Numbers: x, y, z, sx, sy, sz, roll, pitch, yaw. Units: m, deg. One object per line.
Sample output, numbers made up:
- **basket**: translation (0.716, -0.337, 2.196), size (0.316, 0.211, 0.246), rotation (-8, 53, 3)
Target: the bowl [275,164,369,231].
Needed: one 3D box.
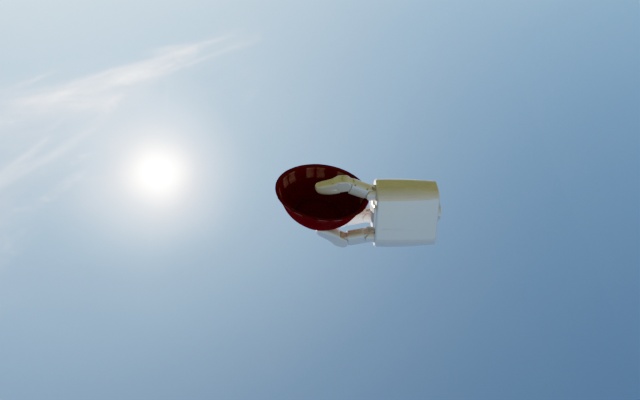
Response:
- **bowl**: translation (-0.001, 0.003, 0.826), size (0.162, 0.055, 0.162), rotation (6, 37, -5)
